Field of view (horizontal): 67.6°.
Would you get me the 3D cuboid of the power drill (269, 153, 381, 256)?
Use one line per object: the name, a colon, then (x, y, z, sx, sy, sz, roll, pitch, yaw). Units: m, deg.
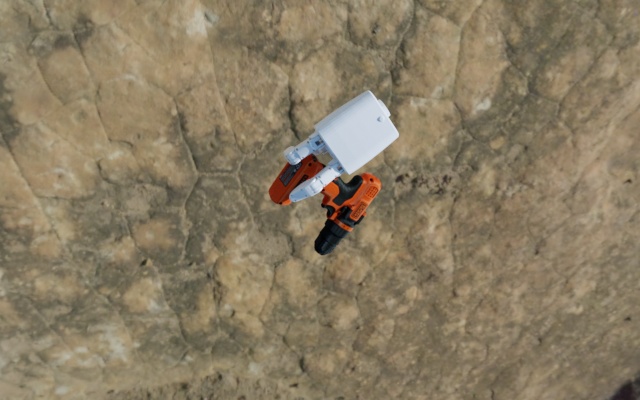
power drill: (0.000, 0.002, 0.870, 0.188, 0.184, 0.057, 28, 12, -38)
